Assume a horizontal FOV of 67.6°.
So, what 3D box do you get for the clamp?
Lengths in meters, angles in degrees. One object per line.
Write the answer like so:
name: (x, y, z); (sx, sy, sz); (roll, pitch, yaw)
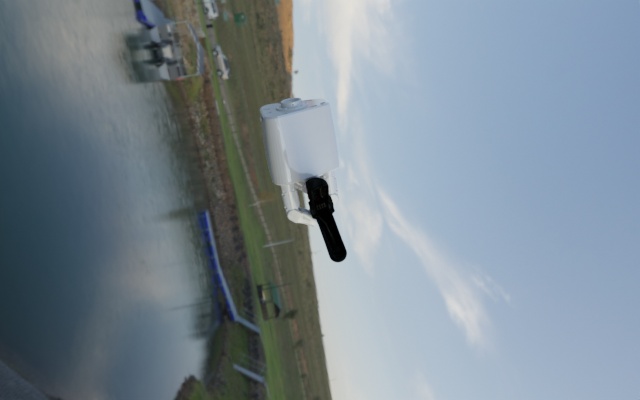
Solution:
clamp: (0.001, 0.002, 0.699); (0.039, 0.120, 0.171); (-12, 25, -8)
